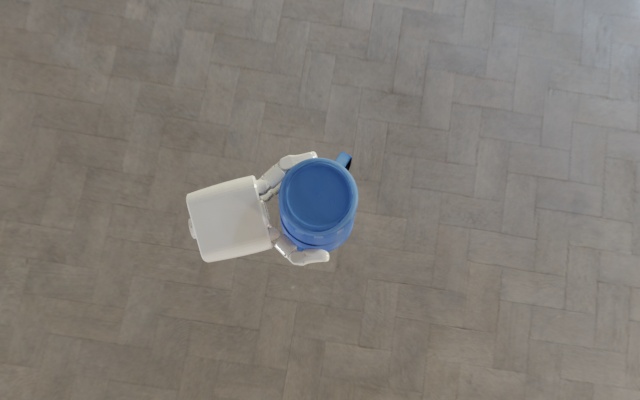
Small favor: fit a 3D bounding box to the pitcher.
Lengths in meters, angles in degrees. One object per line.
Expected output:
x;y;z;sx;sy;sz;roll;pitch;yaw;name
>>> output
0.000;0.003;0.751;0.145;0.149;0.243;-15;-8;-4;pitcher
